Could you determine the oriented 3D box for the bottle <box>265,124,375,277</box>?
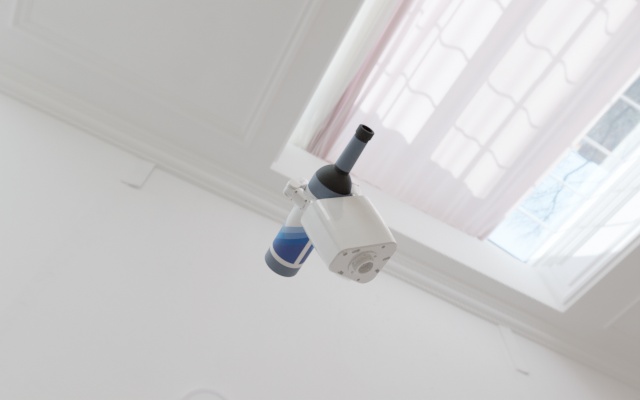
[{"bbox_3d":[0.000,0.003,0.785,0.069,0.296,0.069,25,28,-14],"label":"bottle"}]
